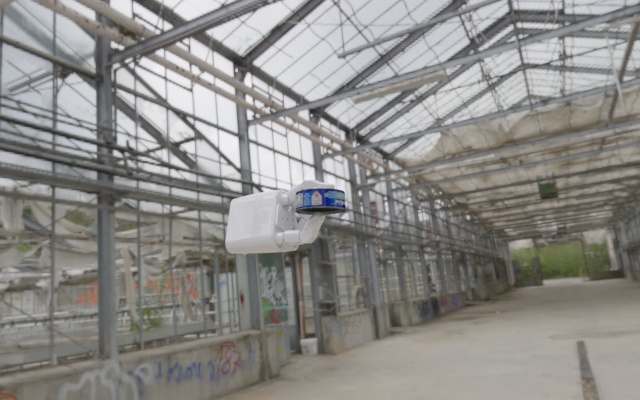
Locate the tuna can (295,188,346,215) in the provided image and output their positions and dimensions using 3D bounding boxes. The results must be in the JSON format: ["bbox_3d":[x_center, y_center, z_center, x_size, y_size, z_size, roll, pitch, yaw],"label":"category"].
[{"bbox_3d":[0.000,0.002,0.802,0.086,0.033,0.086,-1,-9,0],"label":"tuna can"}]
